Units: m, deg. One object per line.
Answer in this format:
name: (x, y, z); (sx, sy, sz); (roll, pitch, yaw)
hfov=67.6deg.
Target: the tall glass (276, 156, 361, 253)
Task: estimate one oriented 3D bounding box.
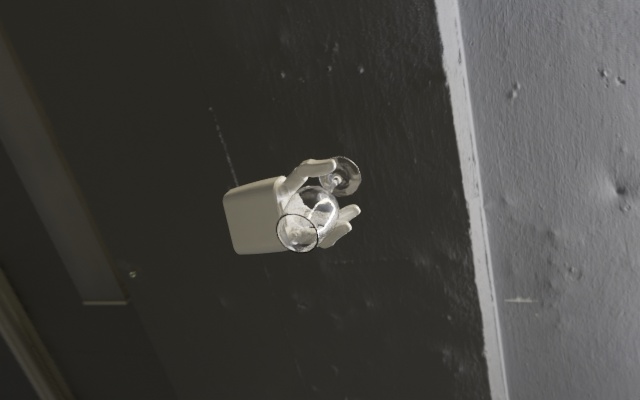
tall glass: (0.000, 0.002, 0.726); (0.079, 0.079, 0.201); (0, 25, 21)
